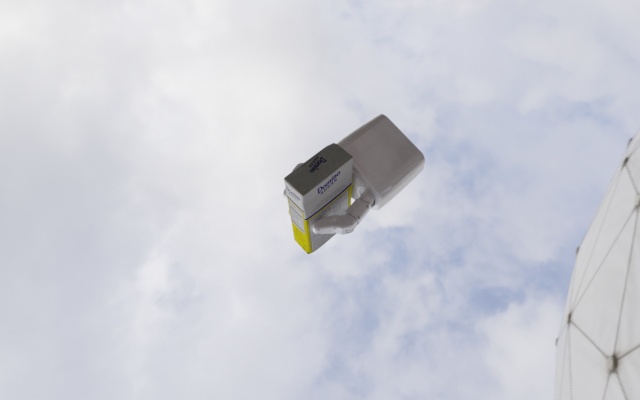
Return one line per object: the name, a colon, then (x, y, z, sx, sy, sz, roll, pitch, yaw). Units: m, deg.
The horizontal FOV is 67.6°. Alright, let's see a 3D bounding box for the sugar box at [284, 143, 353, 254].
sugar box: (0.000, 0.002, 0.697, 0.093, 0.048, 0.176, -38, -28, -20)
